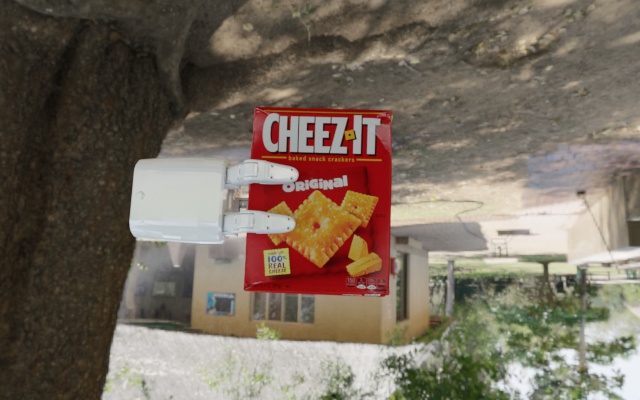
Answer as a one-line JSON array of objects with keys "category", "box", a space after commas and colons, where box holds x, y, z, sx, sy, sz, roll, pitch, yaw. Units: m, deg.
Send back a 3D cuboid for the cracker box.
[{"category": "cracker box", "box": [0.000, 0.002, 0.562, 0.164, 0.213, 0.072, 2, -8, 2]}]
